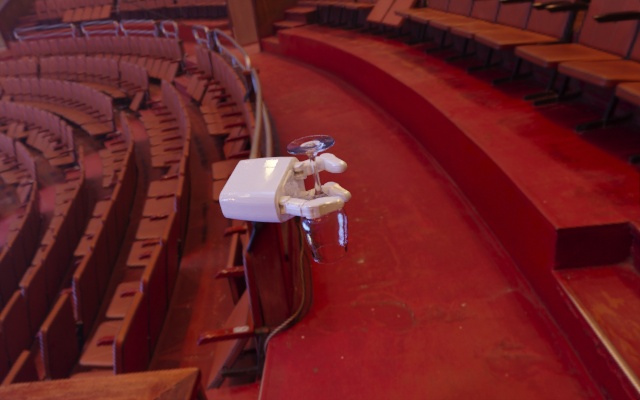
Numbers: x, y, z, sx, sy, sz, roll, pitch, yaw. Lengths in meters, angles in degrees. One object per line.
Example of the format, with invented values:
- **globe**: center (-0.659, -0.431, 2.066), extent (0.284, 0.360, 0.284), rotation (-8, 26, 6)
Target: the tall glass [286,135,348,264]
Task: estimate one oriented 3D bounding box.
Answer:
- **tall glass**: center (0.000, 0.002, 0.766), extent (0.079, 0.201, 0.079), rotation (-8, 26, 4)
